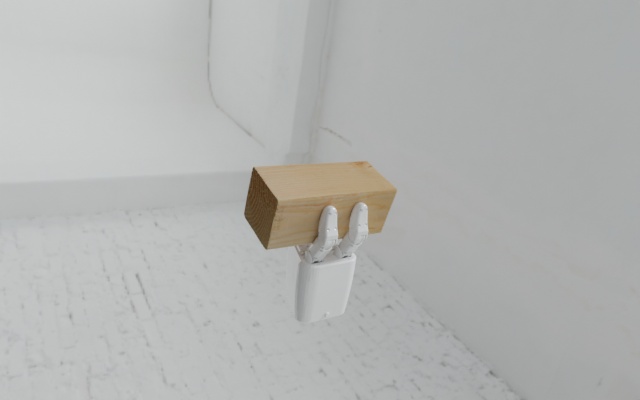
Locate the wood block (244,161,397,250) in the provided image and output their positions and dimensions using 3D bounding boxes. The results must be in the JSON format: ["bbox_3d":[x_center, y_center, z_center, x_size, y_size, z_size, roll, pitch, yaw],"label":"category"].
[{"bbox_3d":[0.000,0.003,0.731,0.206,0.090,0.090,-6,37,-32],"label":"wood block"}]
